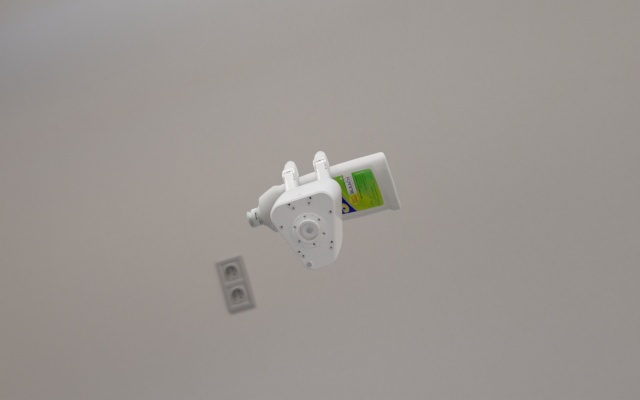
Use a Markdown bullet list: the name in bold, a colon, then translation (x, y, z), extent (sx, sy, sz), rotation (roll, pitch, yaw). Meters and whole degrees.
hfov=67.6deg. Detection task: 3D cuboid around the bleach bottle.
- **bleach bottle**: translation (0.000, 0.003, 0.805), extent (0.251, 0.102, 0.068), rotation (-18, 9, 8)
